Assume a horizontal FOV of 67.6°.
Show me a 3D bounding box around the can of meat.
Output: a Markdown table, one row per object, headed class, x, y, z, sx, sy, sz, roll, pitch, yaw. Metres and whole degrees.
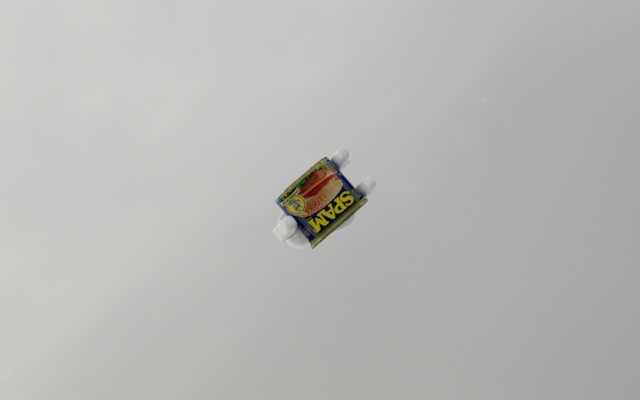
| class | x | y | z | sx | sy | sz | roll | pitch | yaw |
| --- | --- | --- | --- | --- | --- | --- | --- | --- | --- |
| can of meat | 0.000 | 0.002 | 0.661 | 0.102 | 0.084 | 0.057 | -40 | -7 | -6 |
